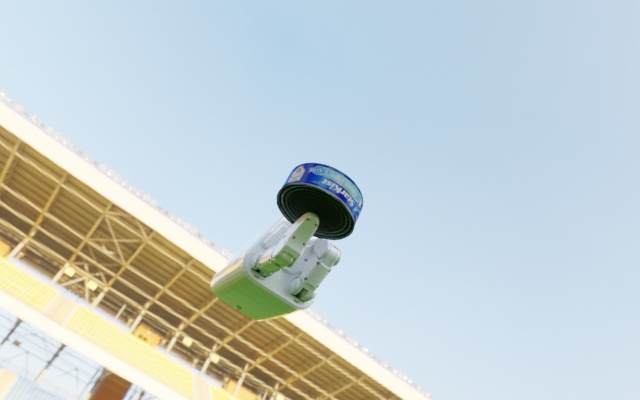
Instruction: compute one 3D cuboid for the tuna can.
[{"bbox_3d":[0.000,0.001,0.492,0.086,0.033,0.086,18,-35,13],"label":"tuna can"}]
